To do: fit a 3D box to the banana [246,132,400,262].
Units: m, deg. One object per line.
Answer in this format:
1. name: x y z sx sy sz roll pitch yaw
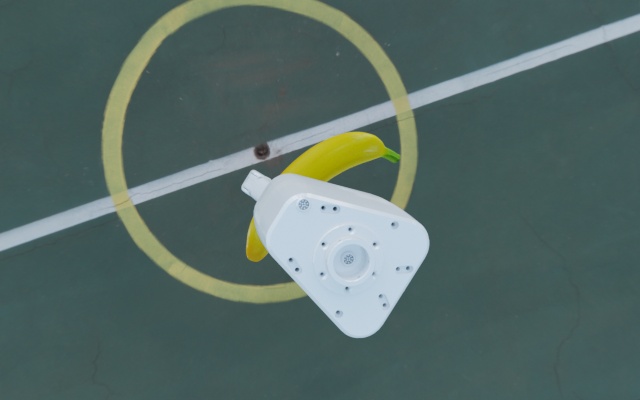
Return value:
1. banana: -0.007 -0.015 0.494 0.198 0.070 0.037 -34 18 -6
